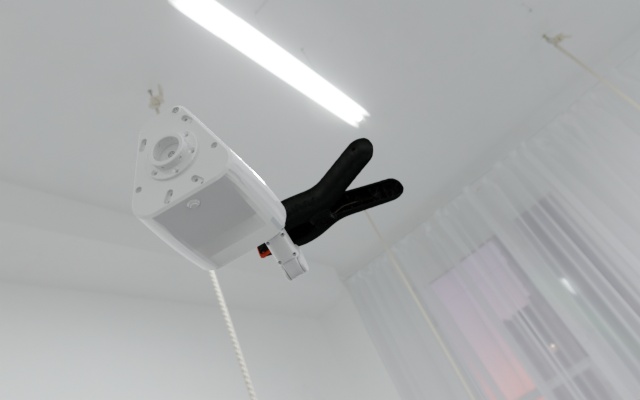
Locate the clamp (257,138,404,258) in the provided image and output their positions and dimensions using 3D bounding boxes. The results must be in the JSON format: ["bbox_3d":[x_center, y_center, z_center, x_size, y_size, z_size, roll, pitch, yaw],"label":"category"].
[{"bbox_3d":[0.000,0.001,0.488,0.171,0.039,0.120,-30,-35,3],"label":"clamp"}]
